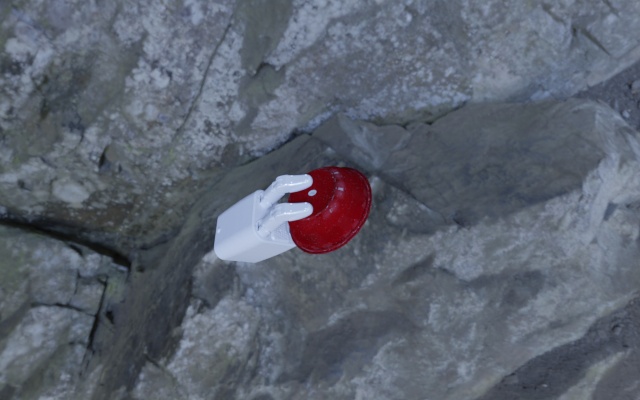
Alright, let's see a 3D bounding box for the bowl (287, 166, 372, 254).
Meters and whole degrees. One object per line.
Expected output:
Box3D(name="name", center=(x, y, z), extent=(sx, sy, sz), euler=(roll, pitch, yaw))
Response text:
Box3D(name="bowl", center=(0.001, 0.002, 0.767), extent=(0.162, 0.162, 0.055), euler=(0, -28, 38))
